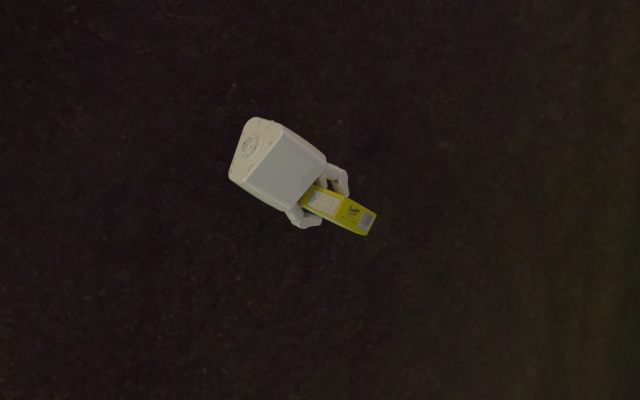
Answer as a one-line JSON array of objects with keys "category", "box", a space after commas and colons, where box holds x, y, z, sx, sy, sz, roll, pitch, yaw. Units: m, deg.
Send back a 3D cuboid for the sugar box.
[{"category": "sugar box", "box": [0.000, 0.002, 0.814, 0.176, 0.048, 0.093, 26, -2, 44]}]
